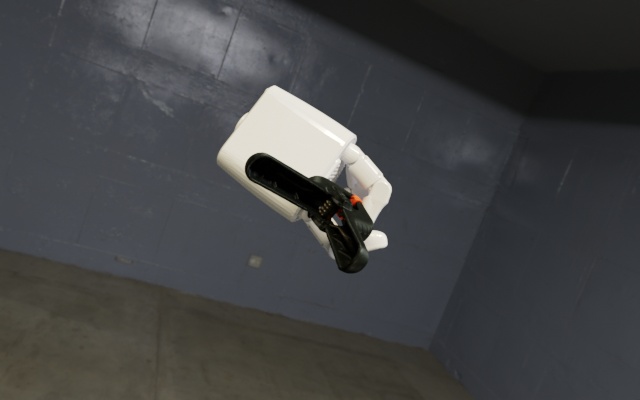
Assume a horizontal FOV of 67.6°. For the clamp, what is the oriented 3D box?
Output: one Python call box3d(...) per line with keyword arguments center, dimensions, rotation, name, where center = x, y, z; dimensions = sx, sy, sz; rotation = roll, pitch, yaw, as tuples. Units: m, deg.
box3d(center=(0.001, 0.001, 0.422), dimensions=(0.039, 0.120, 0.171), rotation=(-42, -3, 9), name="clamp")
